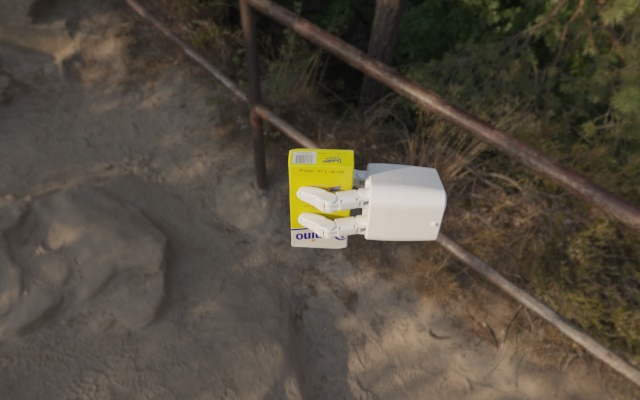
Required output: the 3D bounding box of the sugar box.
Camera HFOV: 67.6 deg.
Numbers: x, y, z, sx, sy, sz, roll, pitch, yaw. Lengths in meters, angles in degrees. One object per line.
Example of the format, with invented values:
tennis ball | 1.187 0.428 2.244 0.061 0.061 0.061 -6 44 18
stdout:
sugar box | 0.000 0.003 0.727 0.093 0.176 0.048 2 43 1
